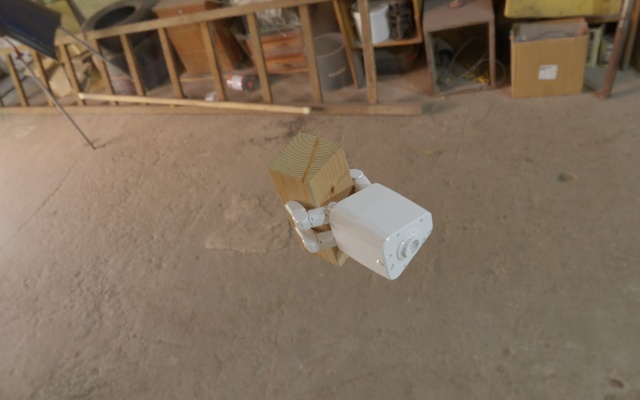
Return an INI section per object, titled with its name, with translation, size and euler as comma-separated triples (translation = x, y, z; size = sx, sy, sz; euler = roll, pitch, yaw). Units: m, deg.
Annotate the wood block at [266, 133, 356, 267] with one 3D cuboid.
[wood block]
translation = 0.001, 0.002, 0.790
size = 0.090, 0.206, 0.090
euler = 20, 56, 34
